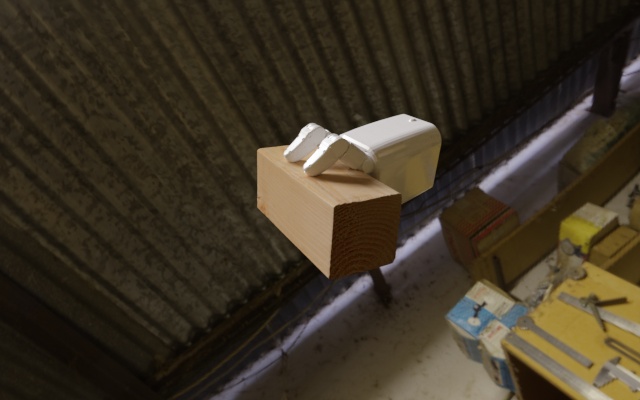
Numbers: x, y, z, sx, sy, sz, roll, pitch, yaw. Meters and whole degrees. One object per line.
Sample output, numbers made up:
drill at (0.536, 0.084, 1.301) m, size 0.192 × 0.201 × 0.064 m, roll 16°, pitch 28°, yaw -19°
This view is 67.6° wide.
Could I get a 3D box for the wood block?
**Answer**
wood block at (0.000, 0.002, 0.597) m, size 0.090 × 0.091 × 0.206 m, roll -10°, pitch 26°, yaw -27°
